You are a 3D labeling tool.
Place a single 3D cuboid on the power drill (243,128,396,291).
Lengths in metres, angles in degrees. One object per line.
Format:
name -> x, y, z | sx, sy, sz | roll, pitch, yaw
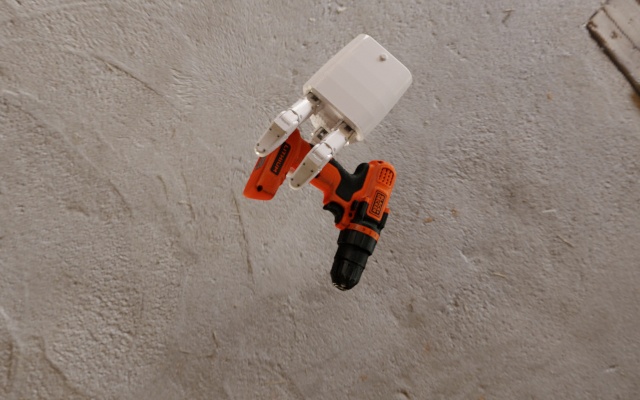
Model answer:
power drill -> 0.000, 0.002, 0.613 | 0.188, 0.184, 0.057 | 29, -21, -21
